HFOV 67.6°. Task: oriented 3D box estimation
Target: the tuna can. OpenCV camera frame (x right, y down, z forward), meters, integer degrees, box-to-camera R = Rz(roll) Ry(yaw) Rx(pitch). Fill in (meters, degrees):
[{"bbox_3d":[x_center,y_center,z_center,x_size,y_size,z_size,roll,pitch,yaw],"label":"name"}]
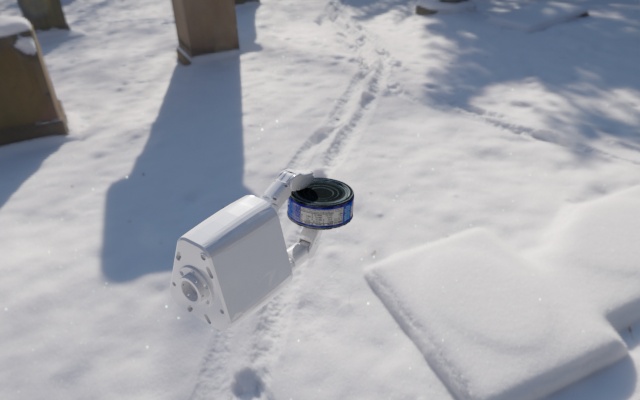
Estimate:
[{"bbox_3d":[0.000,0.001,0.607,0.086,0.034,0.086,2,26,-1],"label":"tuna can"}]
